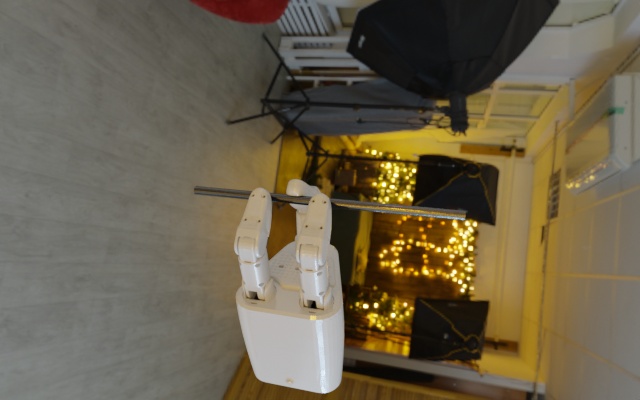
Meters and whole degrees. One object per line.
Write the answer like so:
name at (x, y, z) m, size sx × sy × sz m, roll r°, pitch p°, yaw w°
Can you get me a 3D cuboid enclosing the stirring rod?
stirring rod at (0.000, 0.001, 0.413) m, size 0.239 × 0.011 × 0.011 m, roll 5°, pitch 1°, yaw 15°
